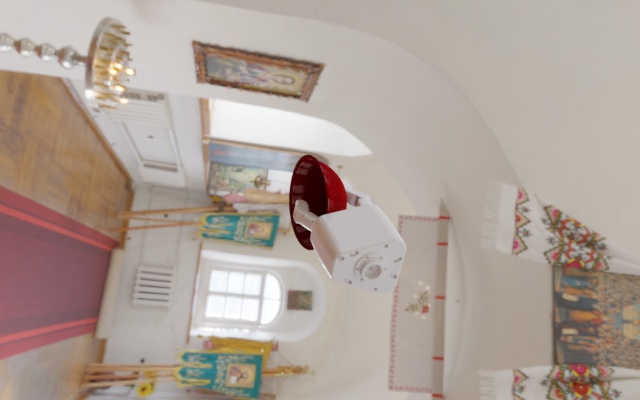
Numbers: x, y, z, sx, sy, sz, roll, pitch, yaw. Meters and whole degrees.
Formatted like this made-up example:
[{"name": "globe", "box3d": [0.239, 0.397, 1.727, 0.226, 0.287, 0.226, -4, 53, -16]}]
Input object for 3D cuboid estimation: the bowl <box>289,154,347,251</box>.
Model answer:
[{"name": "bowl", "box3d": [0.000, 0.002, 0.817, 0.055, 0.162, 0.162, -2, 1, -26]}]
